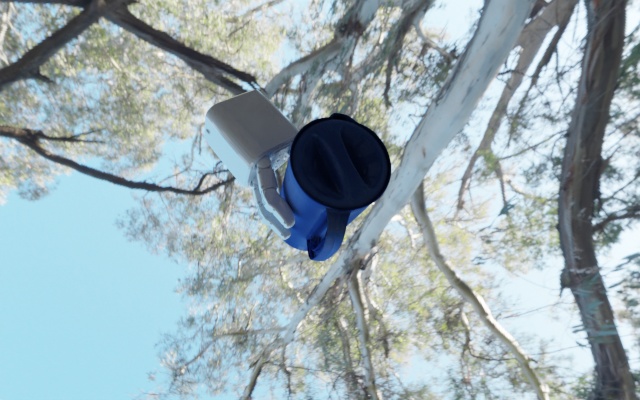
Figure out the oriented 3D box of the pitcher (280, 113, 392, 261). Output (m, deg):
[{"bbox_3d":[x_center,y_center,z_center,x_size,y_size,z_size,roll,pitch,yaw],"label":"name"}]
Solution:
[{"bbox_3d":[0.000,0.002,0.700,0.149,0.145,0.243,-39,-9,-24],"label":"pitcher"}]
